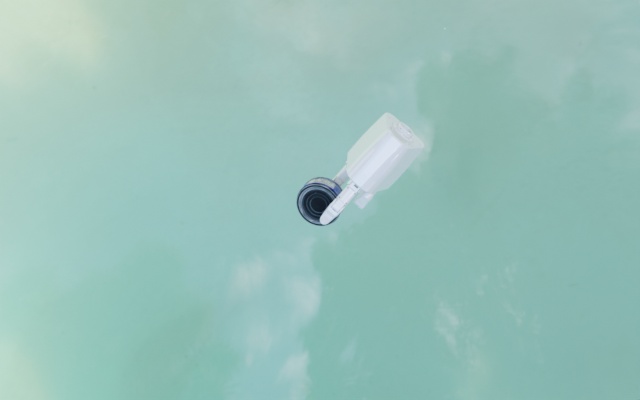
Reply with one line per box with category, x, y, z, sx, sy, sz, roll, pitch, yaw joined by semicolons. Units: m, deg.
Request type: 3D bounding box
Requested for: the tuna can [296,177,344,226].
tuna can;0.000;0.003;0.868;0.086;0.086;0.033;0;23;19
